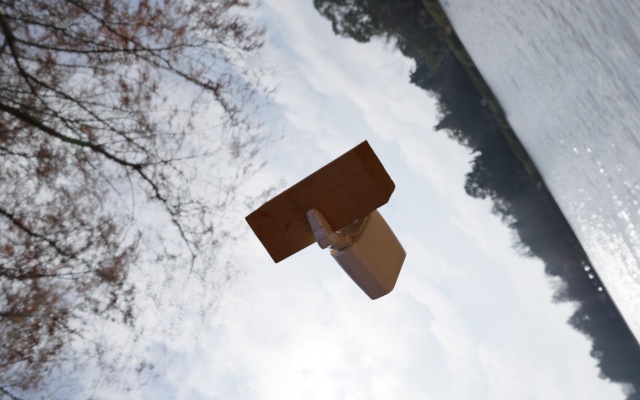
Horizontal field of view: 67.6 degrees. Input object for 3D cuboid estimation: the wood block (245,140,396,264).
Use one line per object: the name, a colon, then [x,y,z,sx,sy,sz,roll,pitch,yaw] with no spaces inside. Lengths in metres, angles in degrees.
wood block: [0.000,0.003,0.733,0.206,0.090,0.090,-31,6,23]
